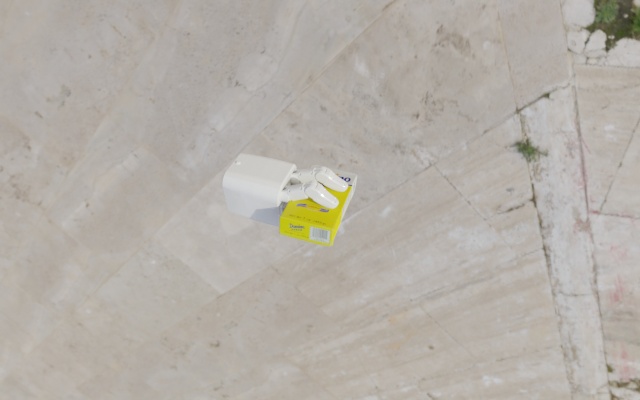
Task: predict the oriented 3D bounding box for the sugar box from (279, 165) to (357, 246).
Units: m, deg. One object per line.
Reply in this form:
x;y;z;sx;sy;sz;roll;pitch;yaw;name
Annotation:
0.000;0.002;0.840;0.093;0.048;0.176;14;39;9;sugar box
